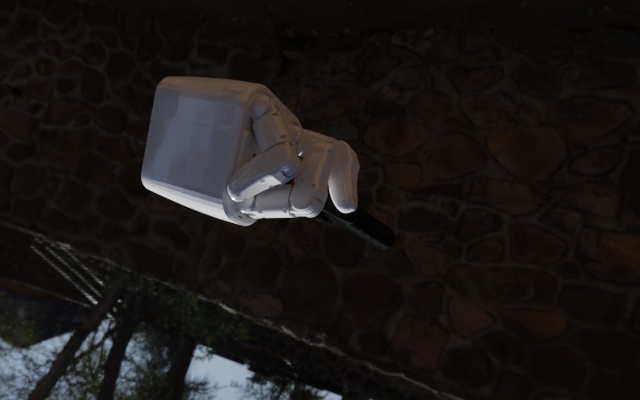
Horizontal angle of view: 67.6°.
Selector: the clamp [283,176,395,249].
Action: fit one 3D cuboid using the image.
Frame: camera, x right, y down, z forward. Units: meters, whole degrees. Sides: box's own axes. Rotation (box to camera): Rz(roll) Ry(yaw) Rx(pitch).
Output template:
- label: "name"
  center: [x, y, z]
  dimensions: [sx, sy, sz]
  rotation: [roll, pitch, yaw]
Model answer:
- label: "clamp"
  center: [0.000, 0.002, 0.475]
  dimensions: [0.120, 0.039, 0.171]
  rotation: [16, -13, 29]
